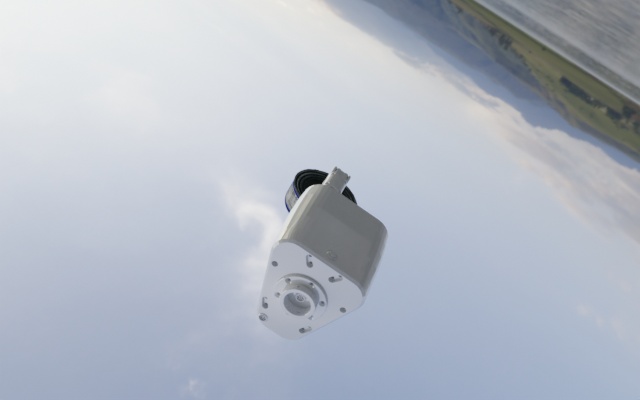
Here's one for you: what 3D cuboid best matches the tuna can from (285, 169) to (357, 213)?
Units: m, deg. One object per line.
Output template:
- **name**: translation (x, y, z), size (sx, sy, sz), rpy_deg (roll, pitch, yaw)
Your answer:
- **tuna can**: translation (0.000, 0.002, 0.586), size (0.086, 0.034, 0.086), rpy_deg (21, 35, -16)
